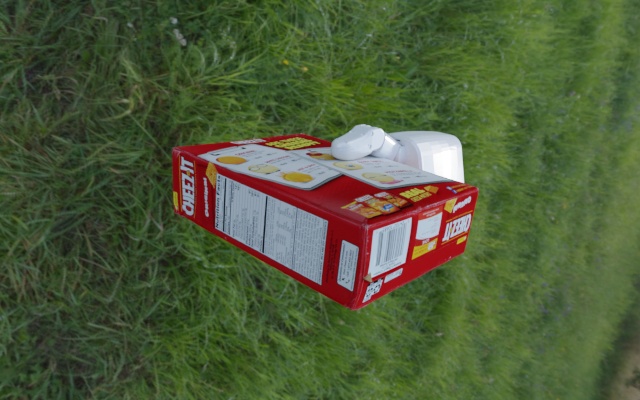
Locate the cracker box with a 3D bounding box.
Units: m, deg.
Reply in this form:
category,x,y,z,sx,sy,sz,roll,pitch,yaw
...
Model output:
category,x,y,z,sx,sy,sz,roll,pitch,yaw
cracker box,0.000,0.001,0.417,0.213,0.072,0.164,21,24,37
